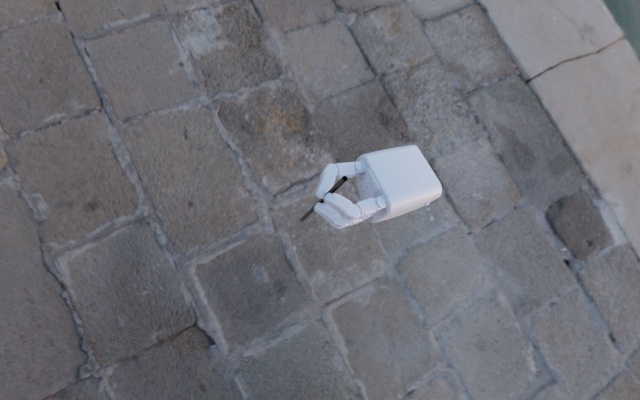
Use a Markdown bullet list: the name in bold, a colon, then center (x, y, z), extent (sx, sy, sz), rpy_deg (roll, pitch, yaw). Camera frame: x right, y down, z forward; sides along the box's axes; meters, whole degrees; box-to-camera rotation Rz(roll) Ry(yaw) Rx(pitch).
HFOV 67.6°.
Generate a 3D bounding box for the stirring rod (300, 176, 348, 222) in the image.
- **stirring rod**: center (0.000, 0.003, 0.785), extent (0.011, 0.011, 0.239), rpy_deg (0, -16, -17)
